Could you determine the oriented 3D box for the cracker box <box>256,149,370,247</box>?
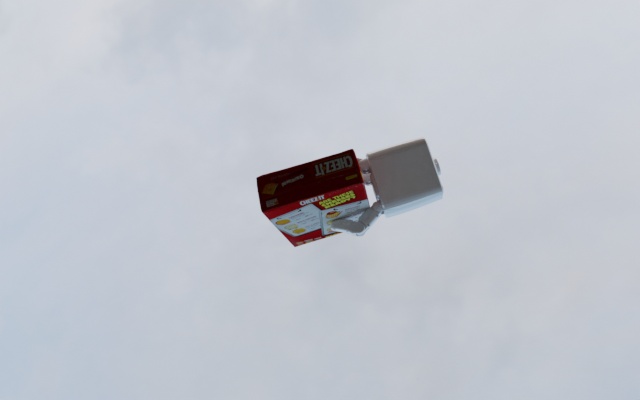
[{"bbox_3d":[0.000,0.003,0.827,0.164,0.072,0.214,-17,-22,5],"label":"cracker box"}]
